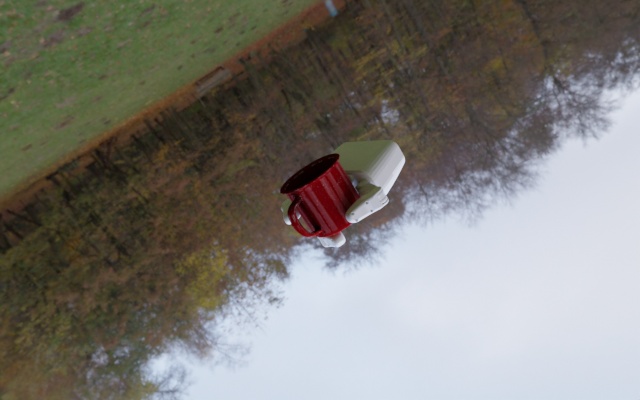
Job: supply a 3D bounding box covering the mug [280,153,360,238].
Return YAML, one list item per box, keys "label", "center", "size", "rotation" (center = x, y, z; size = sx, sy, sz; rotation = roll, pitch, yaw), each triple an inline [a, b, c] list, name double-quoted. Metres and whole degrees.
- label: "mug"
  center: [0.000, 0.003, 0.636]
  size: [0.093, 0.081, 0.117]
  rotation: [-17, 23, 42]
